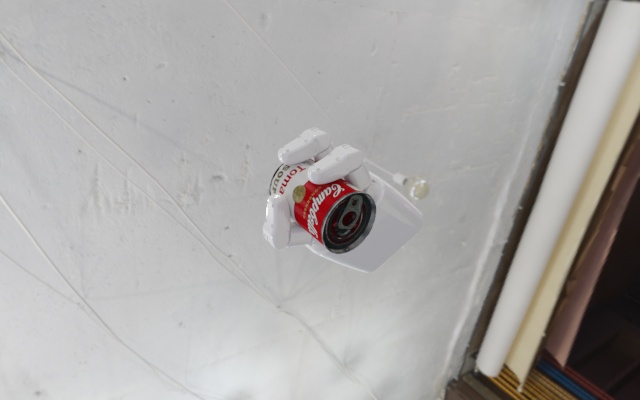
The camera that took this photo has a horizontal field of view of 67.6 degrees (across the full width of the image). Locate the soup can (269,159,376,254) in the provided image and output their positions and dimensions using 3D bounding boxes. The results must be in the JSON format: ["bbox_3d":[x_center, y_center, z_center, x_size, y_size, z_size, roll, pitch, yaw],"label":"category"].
[{"bbox_3d":[0.000,0.001,0.502,0.068,0.068,0.102,0,25,-40],"label":"soup can"}]
